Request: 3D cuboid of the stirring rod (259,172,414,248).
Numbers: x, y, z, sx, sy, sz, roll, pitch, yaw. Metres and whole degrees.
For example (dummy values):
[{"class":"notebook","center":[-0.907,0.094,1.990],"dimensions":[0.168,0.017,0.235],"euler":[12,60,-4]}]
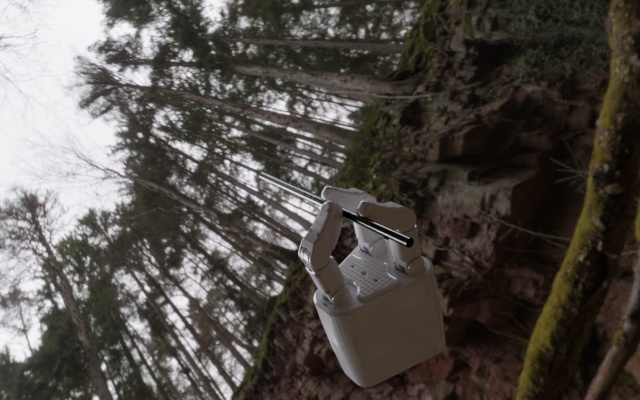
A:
[{"class":"stirring rod","center":[0.000,0.002,0.452],"dimensions":[0.011,0.011,0.239],"euler":[0,14,-35]}]
